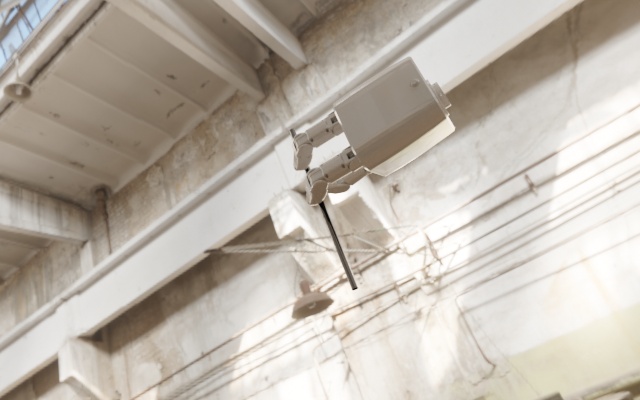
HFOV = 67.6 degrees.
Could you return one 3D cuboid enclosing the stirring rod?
[{"bbox_3d":[0.000,0.002,0.596,0.011,0.239,0.011,-16,-29,-9],"label":"stirring rod"}]
